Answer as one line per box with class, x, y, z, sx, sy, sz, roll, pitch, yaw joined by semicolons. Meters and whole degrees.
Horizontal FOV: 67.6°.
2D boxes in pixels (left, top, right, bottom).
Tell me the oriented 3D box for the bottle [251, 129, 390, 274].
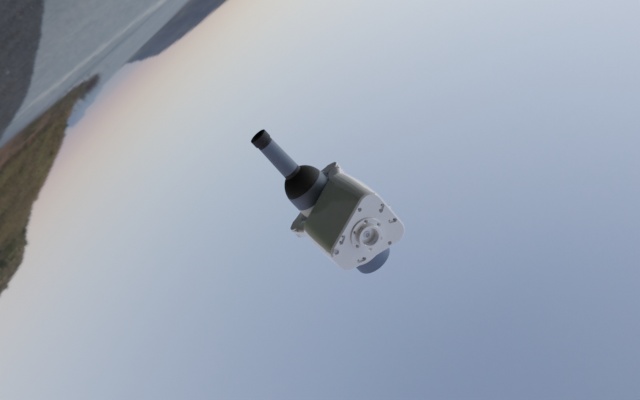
bottle;0.000;0.003;0.753;0.296;0.069;0.069;47;-25;-26
